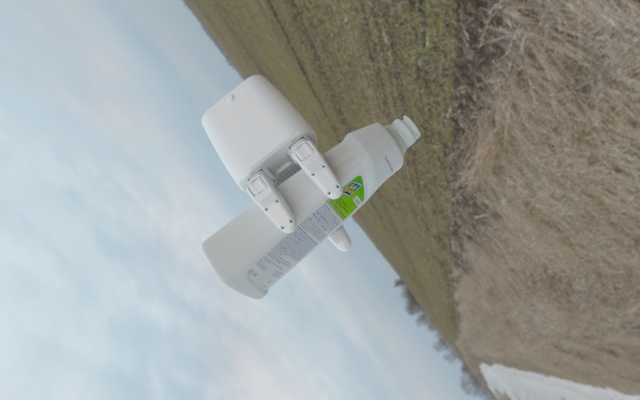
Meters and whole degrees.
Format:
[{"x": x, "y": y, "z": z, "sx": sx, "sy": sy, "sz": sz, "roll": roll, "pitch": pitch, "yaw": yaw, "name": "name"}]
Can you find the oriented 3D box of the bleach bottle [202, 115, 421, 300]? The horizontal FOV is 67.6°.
[{"x": 0.000, "y": 0.002, "z": 0.512, "sx": 0.251, "sy": 0.068, "sz": 0.103, "roll": -38, "pitch": -27, "yaw": 2, "name": "bleach bottle"}]
